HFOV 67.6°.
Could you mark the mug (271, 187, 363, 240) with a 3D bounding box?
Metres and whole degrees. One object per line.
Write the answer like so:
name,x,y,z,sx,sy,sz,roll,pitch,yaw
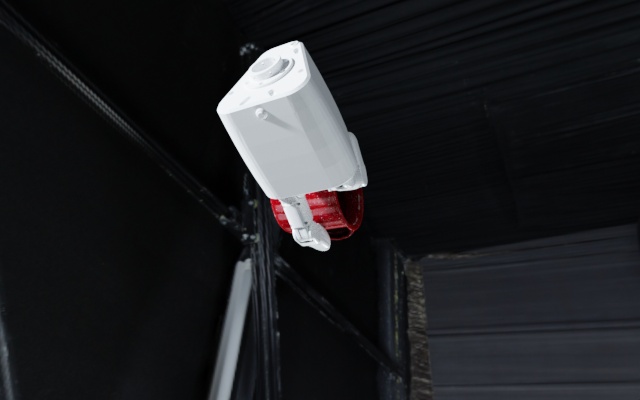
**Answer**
mug,0.000,0.003,0.556,0.081,0.117,0.093,-10,41,23
